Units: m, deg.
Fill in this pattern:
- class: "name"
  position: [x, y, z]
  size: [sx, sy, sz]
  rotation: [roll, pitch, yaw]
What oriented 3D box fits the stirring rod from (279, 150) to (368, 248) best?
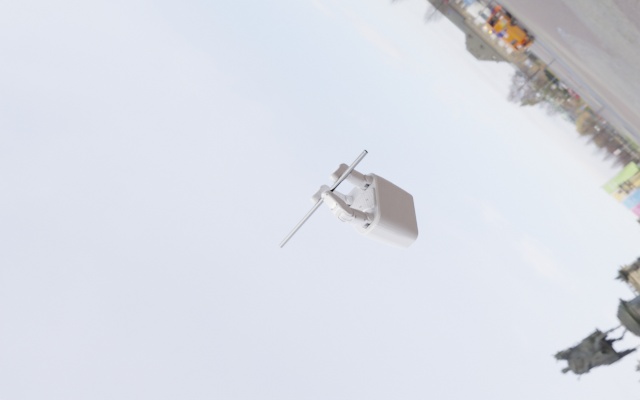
- class: "stirring rod"
  position: [0.000, 0.003, 0.801]
  size: [0.011, 0.011, 0.240]
  rotation: [0, -41, -52]
